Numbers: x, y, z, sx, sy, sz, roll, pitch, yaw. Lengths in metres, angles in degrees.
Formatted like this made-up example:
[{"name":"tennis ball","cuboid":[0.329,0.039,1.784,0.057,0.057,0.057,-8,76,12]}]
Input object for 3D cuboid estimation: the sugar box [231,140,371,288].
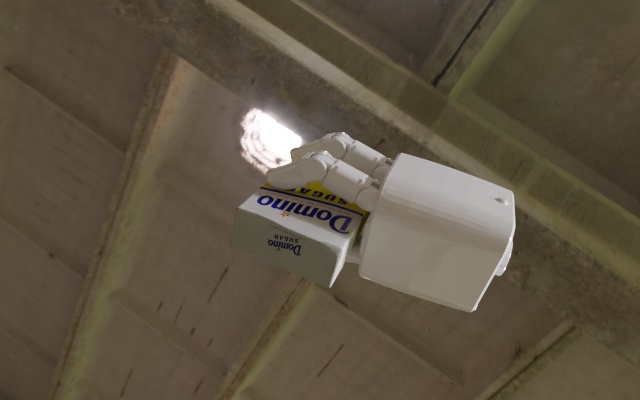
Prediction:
[{"name":"sugar box","cuboid":[0.000,0.001,0.447,0.093,0.048,0.176,21,28,10]}]
